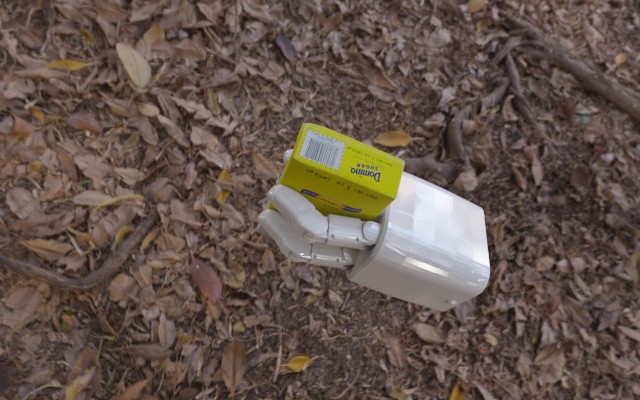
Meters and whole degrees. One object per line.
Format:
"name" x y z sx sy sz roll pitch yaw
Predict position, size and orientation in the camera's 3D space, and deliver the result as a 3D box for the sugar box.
"sugar box" 0.000 0.002 0.462 0.093 0.048 0.176 22 -30 -7
